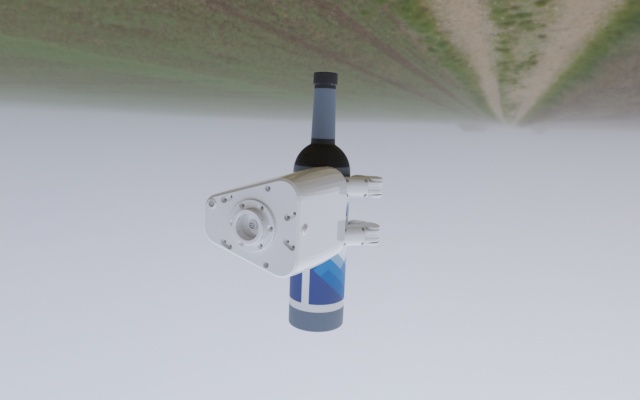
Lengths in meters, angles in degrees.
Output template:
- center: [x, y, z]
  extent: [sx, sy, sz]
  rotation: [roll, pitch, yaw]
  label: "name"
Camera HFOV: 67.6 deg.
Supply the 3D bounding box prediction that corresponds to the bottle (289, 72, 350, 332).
- center: [0.000, 0.002, 0.560]
  extent: [0.069, 0.296, 0.069]
  rotation: [2, 9, 0]
  label: "bottle"
